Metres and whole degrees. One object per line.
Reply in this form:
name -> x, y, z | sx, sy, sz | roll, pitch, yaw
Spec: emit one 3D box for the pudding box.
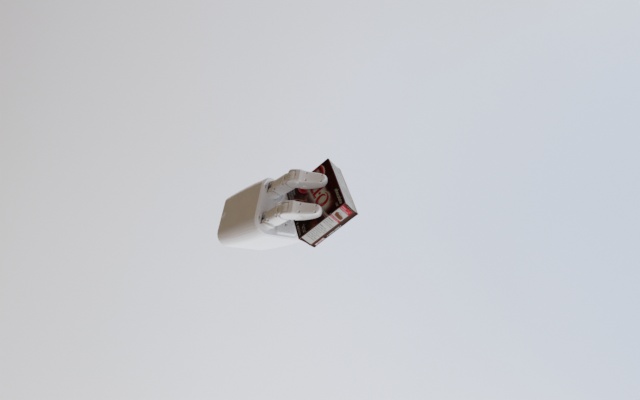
pudding box -> 0.000, 0.002, 0.720 | 0.090, 0.113, 0.039 | -39, -49, 18
